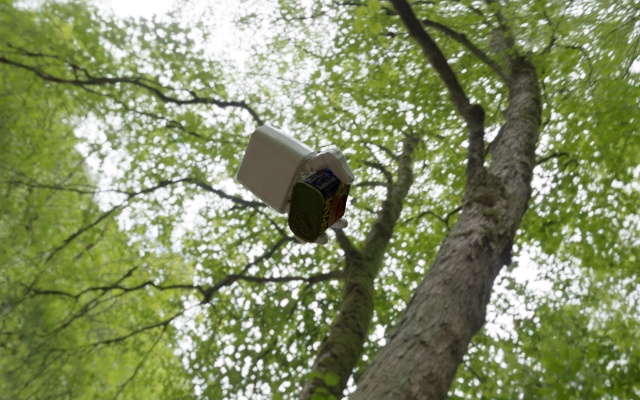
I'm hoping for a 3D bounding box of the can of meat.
[{"bbox_3d":[0.000,0.002,0.746,0.057,0.102,0.084,29,40,24],"label":"can of meat"}]
